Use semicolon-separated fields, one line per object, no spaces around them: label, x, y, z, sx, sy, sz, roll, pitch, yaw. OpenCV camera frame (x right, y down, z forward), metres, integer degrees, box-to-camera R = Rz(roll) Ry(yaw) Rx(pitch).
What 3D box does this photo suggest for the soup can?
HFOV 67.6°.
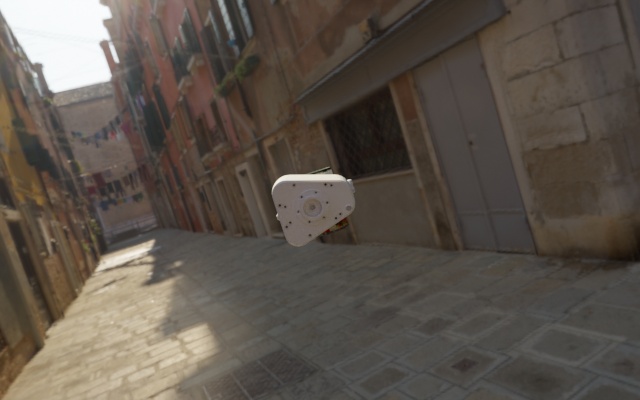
soup can;0.000;0.002;0.791;0.068;0.102;0.068;-18;5;2
